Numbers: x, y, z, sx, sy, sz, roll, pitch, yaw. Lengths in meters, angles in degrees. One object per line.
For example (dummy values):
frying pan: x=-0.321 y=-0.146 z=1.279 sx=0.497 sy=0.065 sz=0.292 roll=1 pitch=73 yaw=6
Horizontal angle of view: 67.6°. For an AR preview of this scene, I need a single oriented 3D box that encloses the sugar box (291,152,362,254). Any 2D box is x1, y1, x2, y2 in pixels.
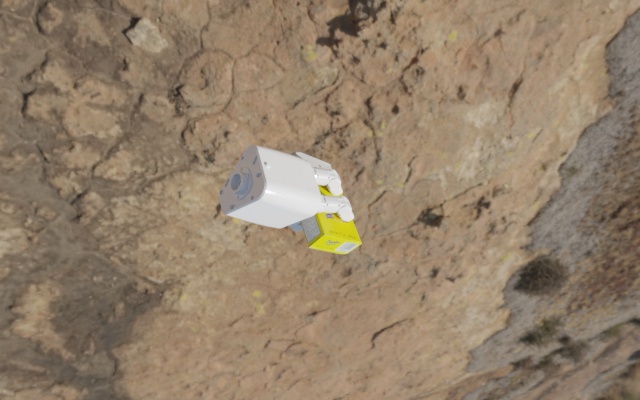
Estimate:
sugar box: x=0.000 y=0.002 z=0.808 sx=0.093 sy=0.176 sz=0.048 roll=17 pitch=-45 yaw=-44
